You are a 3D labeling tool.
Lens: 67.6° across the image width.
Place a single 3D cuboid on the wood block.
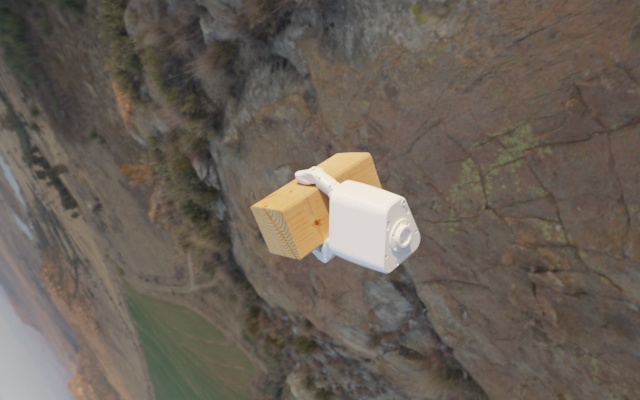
[{"bbox_3d":[0.000,0.002,0.806,0.206,0.091,0.090,-34,24,-33],"label":"wood block"}]
